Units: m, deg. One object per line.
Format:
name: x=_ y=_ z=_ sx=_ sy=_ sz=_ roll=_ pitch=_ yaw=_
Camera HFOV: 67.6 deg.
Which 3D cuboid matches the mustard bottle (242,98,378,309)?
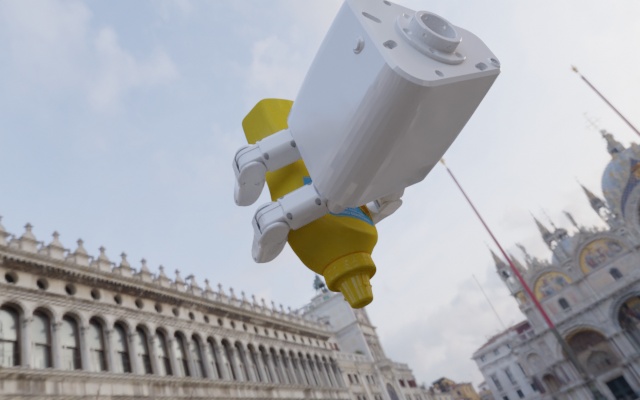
mustard bottle: x=0.000 y=0.001 z=0.404 sx=0.058 sy=0.191 sz=0.096 roll=-40 pitch=-35 yaw=25
